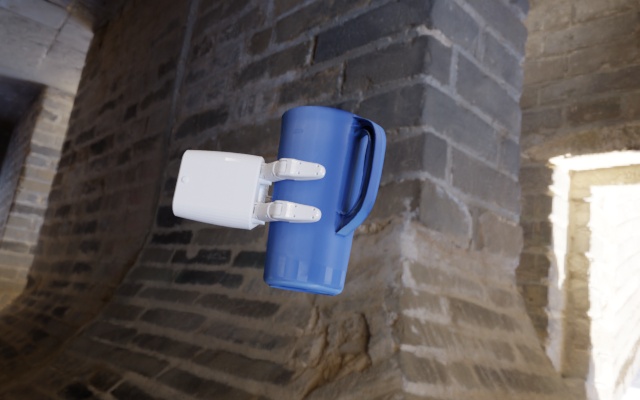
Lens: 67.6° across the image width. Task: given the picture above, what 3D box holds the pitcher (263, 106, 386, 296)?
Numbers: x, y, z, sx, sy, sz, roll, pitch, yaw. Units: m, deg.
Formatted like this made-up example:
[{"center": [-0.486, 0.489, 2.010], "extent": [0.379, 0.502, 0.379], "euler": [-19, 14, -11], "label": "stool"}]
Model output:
[{"center": [0.000, 0.002, 0.651], "extent": [0.145, 0.242, 0.149], "euler": [8, -12, 1], "label": "pitcher"}]
